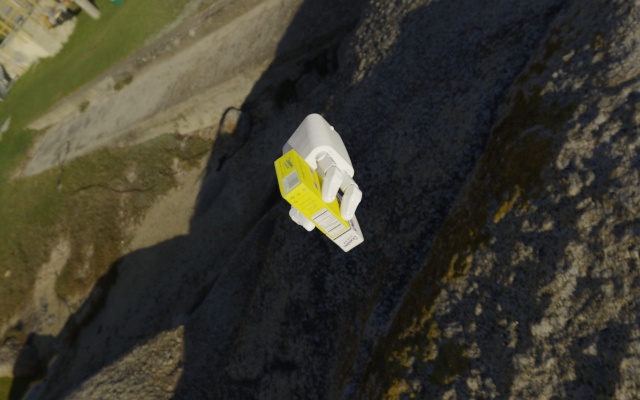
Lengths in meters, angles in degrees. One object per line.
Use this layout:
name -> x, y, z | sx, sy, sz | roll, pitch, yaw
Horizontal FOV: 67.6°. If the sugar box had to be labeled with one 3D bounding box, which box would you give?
sugar box -> 0.000, 0.002, 0.786 | 0.048, 0.093, 0.176 | -36, -49, 17
